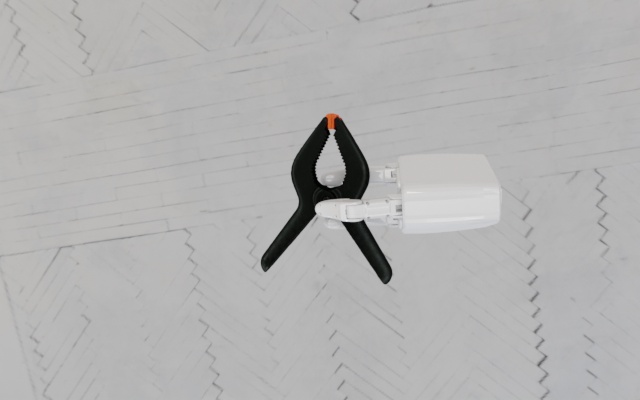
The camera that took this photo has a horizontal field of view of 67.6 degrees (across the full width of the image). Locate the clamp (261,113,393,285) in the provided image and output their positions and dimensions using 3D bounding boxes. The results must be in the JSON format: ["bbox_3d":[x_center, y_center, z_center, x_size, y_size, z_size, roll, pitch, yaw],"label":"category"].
[{"bbox_3d":[0.000,0.001,0.579,0.164,0.210,0.036,-3,9,9],"label":"clamp"}]
